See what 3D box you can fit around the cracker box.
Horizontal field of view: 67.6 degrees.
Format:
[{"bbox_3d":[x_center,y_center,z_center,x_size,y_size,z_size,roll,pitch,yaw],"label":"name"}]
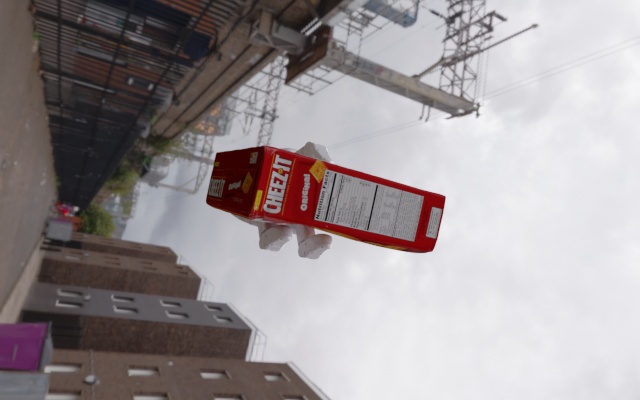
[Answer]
[{"bbox_3d":[0.000,0.002,0.528,0.214,0.072,0.164,13,-3,-27],"label":"cracker box"}]
